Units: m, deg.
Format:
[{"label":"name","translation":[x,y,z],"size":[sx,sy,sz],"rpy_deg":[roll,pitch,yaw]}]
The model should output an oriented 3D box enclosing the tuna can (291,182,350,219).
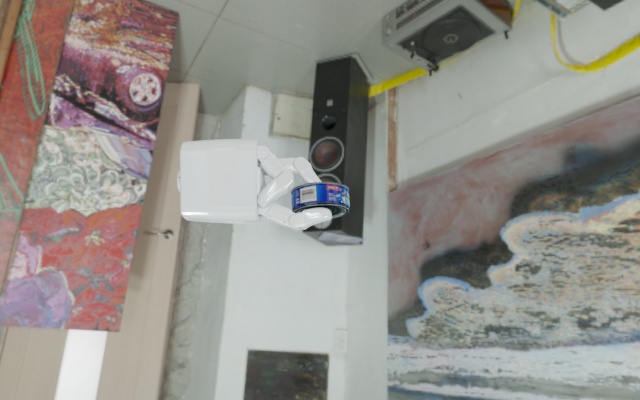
[{"label":"tuna can","translation":[0.000,0.003,0.697],"size":[0.086,0.033,0.086],"rpy_deg":[-3,-17,-1]}]
